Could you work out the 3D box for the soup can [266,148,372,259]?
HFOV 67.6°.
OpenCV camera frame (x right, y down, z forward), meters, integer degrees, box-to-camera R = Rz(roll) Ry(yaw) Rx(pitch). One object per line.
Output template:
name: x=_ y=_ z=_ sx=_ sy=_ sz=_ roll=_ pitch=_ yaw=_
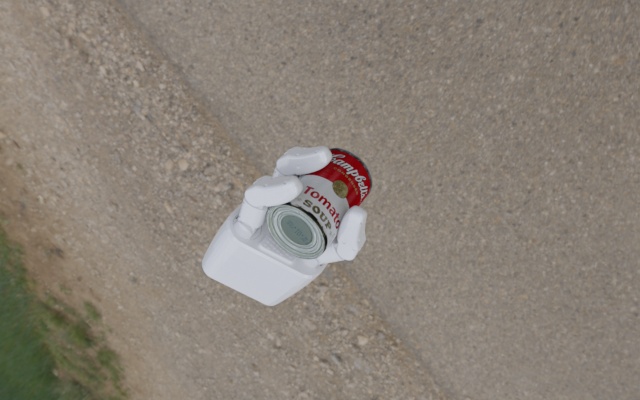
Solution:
soup can: x=0.000 y=0.002 z=0.478 sx=0.068 sy=0.068 sz=0.102 roll=0 pitch=34 yaw=36
